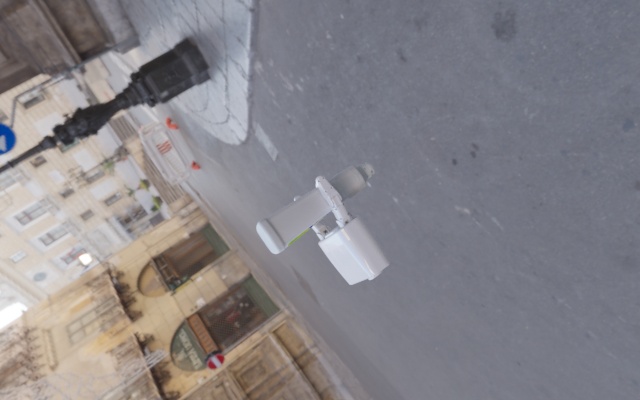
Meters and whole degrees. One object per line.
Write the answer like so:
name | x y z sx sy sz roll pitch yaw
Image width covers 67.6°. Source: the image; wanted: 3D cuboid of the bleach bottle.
bleach bottle | 0.000 0.003 0.900 0.251 0.068 0.102 -35 -2 -15
